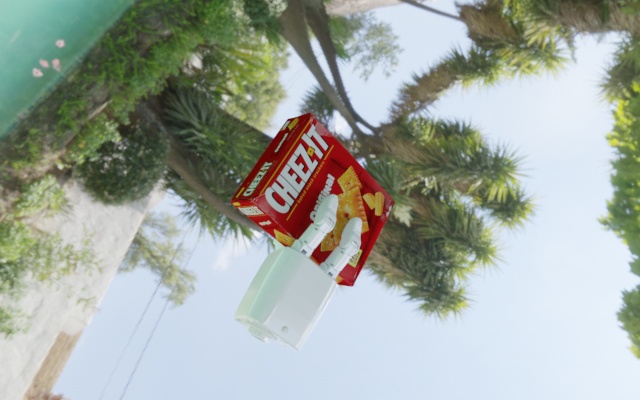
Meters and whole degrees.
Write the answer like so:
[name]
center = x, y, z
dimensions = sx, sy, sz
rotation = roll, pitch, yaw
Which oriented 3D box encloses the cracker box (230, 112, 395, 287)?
[cracker box]
center = 0.000, 0.002, 0.713
dimensions = 0.214, 0.164, 0.072
rotation = 43, -26, -27
